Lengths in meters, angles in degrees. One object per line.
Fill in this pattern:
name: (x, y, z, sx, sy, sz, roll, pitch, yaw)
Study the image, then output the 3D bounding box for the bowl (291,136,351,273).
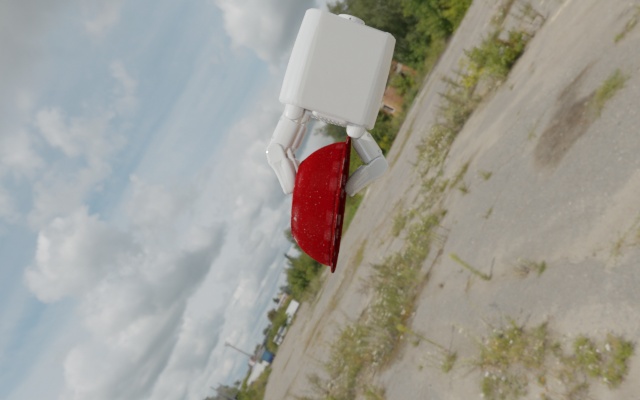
bowl: (-0.001, 0.003, 0.562, 0.055, 0.162, 0.162, 6, 0, 5)
